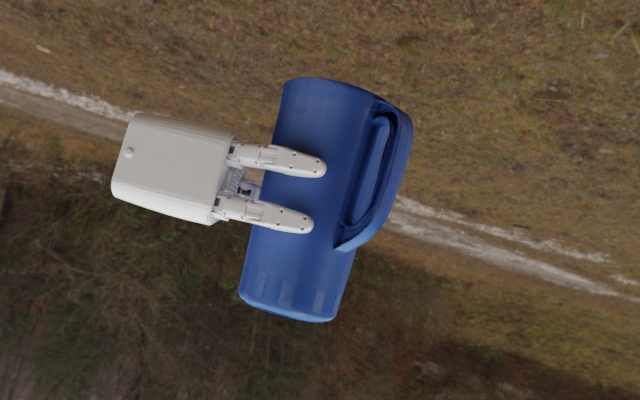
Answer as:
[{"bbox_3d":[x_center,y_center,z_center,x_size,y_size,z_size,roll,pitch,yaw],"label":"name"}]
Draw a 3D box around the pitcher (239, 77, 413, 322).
[{"bbox_3d":[0.000,0.002,0.513,0.145,0.243,0.149,14,-6,2],"label":"pitcher"}]
